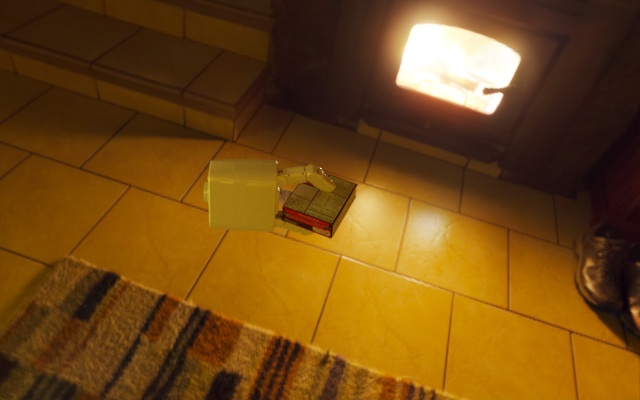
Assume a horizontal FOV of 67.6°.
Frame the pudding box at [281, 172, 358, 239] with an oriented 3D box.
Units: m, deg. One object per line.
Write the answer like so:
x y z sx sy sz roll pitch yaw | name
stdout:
0.000 0.002 0.788 0.090 0.039 0.113 21 47 14 | pudding box
